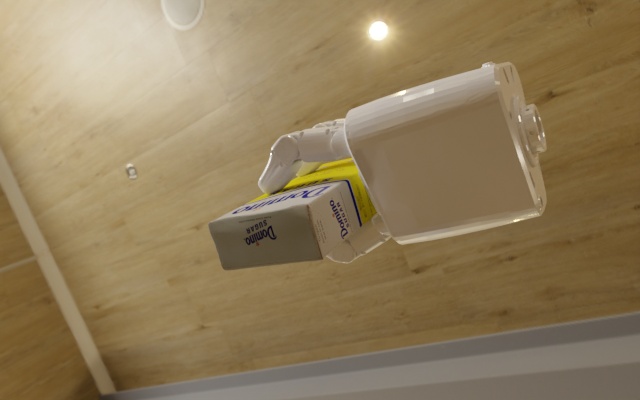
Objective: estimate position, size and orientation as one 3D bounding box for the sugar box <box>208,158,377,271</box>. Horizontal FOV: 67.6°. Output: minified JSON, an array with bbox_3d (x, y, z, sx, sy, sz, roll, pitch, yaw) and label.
[{"bbox_3d":[0.000,0.001,0.402,0.093,0.048,0.176,-11,10,32],"label":"sugar box"}]
